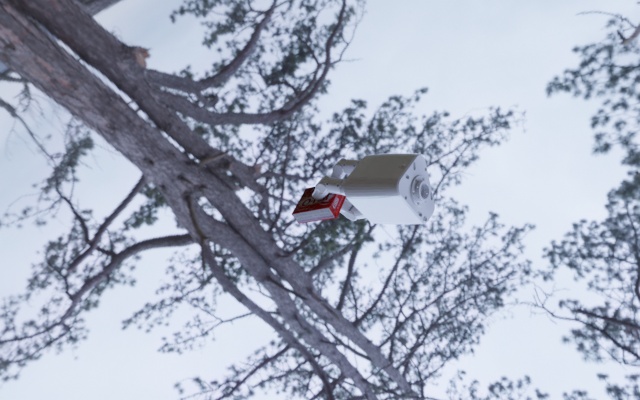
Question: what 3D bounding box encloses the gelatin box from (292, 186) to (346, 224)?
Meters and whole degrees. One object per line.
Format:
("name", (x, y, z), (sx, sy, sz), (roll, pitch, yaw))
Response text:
("gelatin box", (0.000, 0.003, 0.872), (0.089, 0.030, 0.073), (-11, 36, 35))
